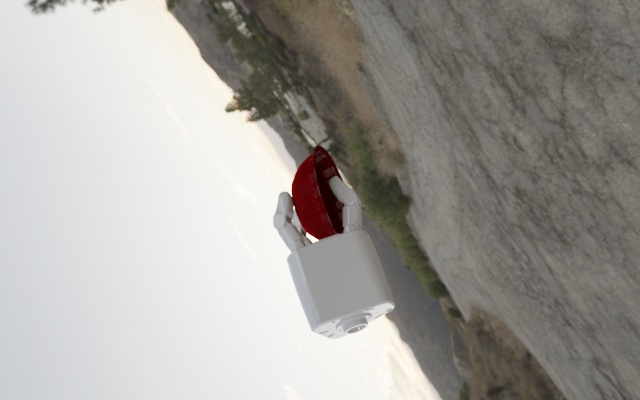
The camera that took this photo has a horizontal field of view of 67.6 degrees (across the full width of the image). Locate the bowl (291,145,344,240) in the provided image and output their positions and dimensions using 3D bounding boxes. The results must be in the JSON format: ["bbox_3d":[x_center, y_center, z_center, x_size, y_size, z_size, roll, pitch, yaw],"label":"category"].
[{"bbox_3d":[0.000,0.001,0.715,0.055,0.162,0.162,-18,-5,16],"label":"bowl"}]
